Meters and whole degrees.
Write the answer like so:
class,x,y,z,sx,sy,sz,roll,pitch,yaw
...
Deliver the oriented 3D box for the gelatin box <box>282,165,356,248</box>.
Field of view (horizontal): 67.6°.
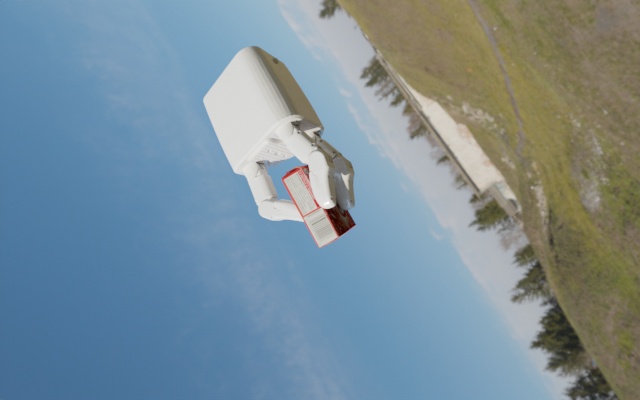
class,x,y,z,sx,sy,sz,roll,pitch,yaw
gelatin box,0.000,0.002,0.540,0.030,0.089,0.073,-29,-2,20
